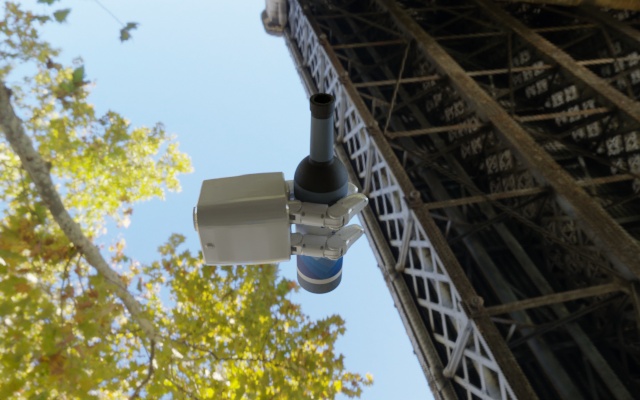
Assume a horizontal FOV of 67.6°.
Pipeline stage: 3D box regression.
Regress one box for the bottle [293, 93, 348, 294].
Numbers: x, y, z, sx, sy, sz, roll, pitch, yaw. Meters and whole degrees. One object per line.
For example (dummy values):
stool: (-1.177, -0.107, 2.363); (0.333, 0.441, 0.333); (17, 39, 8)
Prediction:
bottle: (0.000, 0.002, 0.601); (0.069, 0.296, 0.069); (1, 42, 0)
